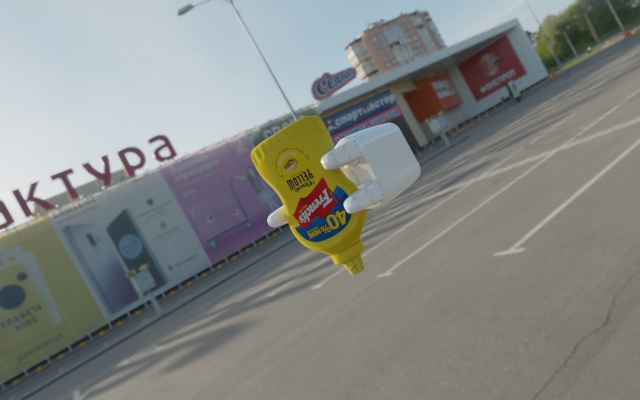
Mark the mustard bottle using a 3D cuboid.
[{"bbox_3d":[0.000,0.002,0.575,0.096,0.191,0.058,-29,0,20],"label":"mustard bottle"}]
